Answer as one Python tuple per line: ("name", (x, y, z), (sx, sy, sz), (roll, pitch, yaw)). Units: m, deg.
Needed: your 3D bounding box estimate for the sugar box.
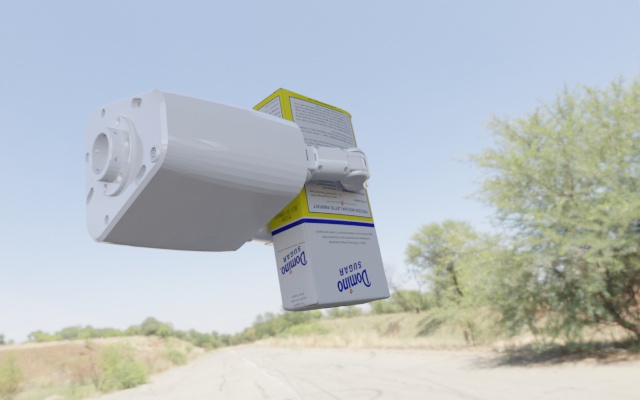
("sugar box", (0.000, 0.001, 0.405), (0.048, 0.176, 0.093), (-21, -20, 40))
